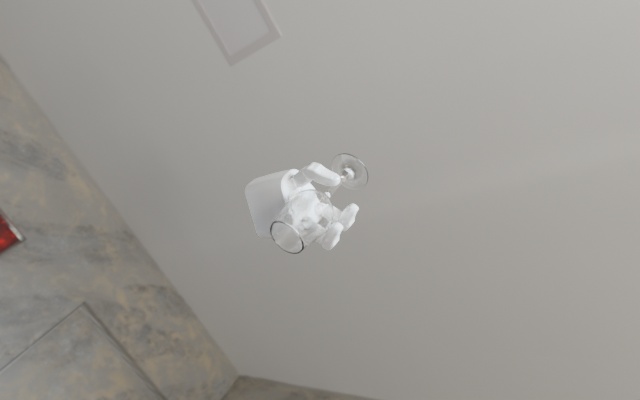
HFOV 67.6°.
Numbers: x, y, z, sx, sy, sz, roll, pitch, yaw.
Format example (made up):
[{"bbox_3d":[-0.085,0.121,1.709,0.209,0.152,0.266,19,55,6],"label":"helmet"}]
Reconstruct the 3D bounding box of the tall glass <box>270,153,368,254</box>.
[{"bbox_3d":[0.001,0.002,0.788,0.079,0.079,0.201,0,33,39],"label":"tall glass"}]
